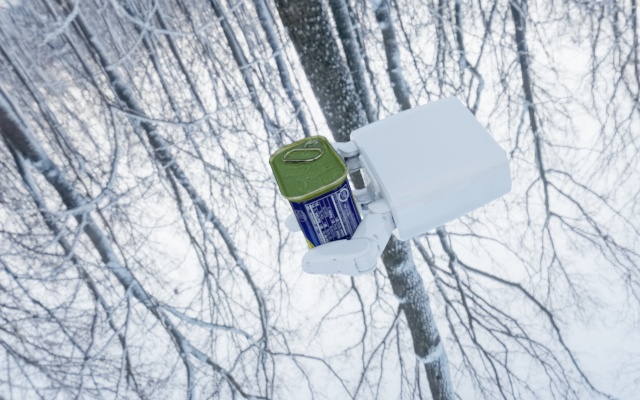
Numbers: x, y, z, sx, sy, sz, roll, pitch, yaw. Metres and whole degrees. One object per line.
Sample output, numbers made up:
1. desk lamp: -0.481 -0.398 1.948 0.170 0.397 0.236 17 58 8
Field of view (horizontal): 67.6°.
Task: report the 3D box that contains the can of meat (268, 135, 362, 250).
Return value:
1. can of meat: 0.000 0.002 0.423 0.057 0.084 0.102 -24 31 -3
